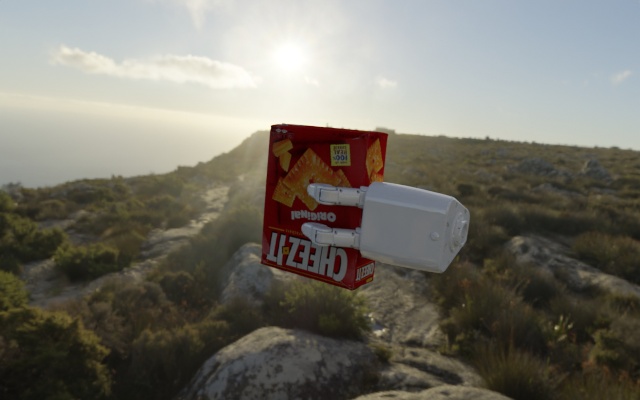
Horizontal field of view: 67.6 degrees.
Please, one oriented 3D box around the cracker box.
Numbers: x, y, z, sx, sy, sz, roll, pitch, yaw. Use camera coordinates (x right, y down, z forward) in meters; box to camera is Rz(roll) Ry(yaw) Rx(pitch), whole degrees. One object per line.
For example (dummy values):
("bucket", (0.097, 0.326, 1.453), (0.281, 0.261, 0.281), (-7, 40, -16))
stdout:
("cracker box", (0.000, 0.002, 0.683), (0.164, 0.214, 0.072), (11, 11, 31))
